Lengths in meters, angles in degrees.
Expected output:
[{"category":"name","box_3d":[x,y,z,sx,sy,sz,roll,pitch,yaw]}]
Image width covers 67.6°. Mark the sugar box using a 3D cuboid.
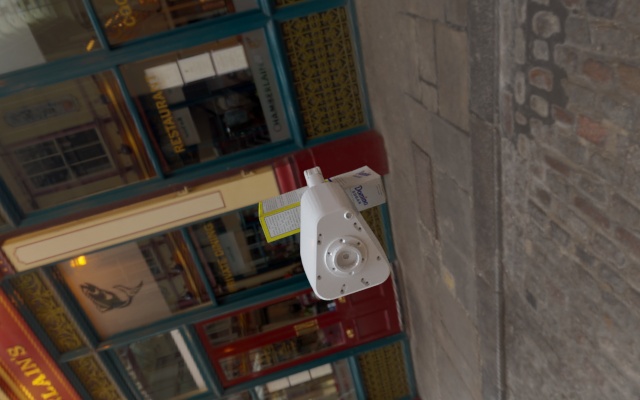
[{"category":"sugar box","box_3d":[0.000,0.003,0.691,0.176,0.048,0.093,-16,15,-3]}]
